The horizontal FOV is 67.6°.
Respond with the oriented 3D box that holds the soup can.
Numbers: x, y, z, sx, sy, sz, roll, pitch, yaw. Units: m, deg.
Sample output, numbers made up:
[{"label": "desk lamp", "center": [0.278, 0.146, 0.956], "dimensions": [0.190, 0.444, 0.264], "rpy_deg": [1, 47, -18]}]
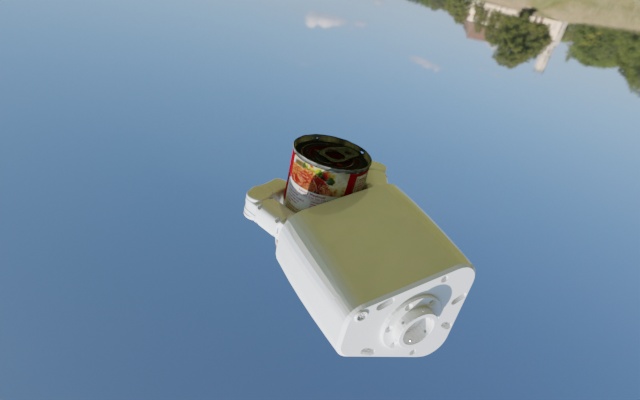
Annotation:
[{"label": "soup can", "center": [0.000, 0.001, 0.426], "dimensions": [0.068, 0.102, 0.068], "rpy_deg": [10, 29, -6]}]
